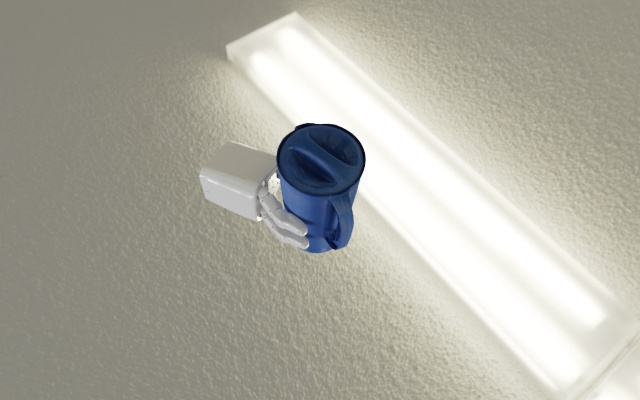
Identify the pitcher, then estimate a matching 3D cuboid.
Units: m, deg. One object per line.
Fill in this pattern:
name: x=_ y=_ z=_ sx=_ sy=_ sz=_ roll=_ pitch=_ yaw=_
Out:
pitcher: x=0.000 y=0.002 z=0.793 sx=0.145 sy=0.149 sz=0.243 roll=20 pitch=-29 yaw=9
